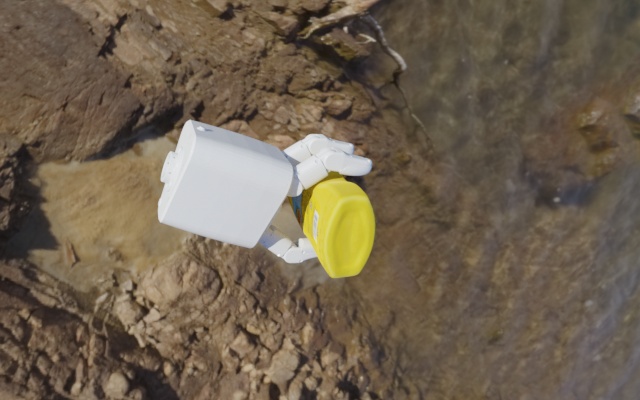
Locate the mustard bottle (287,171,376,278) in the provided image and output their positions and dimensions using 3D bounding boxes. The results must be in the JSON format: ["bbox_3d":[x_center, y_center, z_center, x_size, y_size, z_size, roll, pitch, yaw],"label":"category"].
[{"bbox_3d":[0.000,0.002,0.557,0.058,0.096,0.191,-6,25,-18],"label":"mustard bottle"}]
